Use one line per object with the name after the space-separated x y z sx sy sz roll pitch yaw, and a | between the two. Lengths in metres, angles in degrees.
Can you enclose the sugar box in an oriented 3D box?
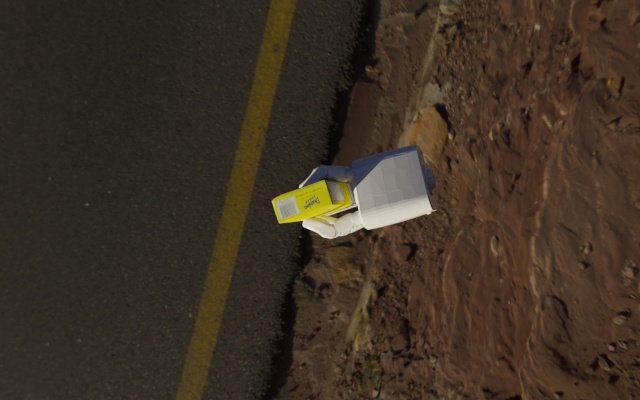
0.000 0.003 0.786 0.093 0.048 0.176 -19 -8 19 | sugar box
